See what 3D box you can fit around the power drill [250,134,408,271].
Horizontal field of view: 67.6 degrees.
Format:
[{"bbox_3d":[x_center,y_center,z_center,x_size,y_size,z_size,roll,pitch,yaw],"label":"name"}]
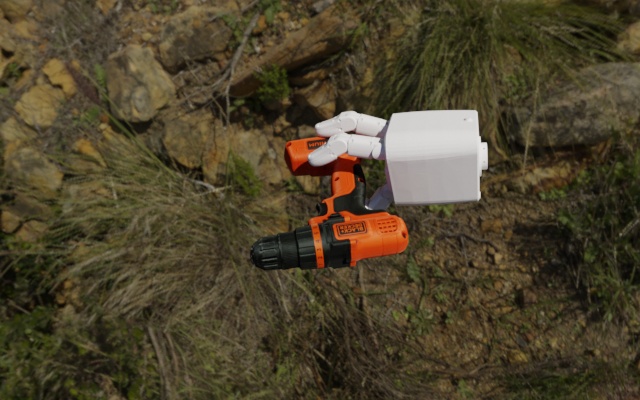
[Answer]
[{"bbox_3d":[0.000,0.002,0.601,0.184,0.187,0.057,-7,-39,-5],"label":"power drill"}]
